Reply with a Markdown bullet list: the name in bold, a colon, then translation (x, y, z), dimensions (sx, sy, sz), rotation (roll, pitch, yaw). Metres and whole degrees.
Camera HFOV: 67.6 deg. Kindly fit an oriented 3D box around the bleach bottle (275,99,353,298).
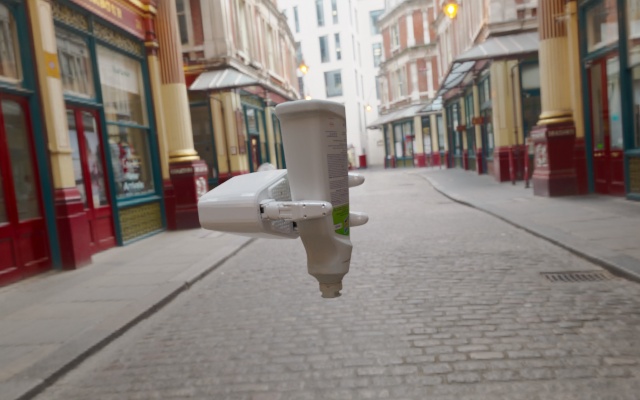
- **bleach bottle**: translation (0.000, 0.002, 0.615), dimensions (0.068, 0.251, 0.102), rotation (-2, 5, 30)
